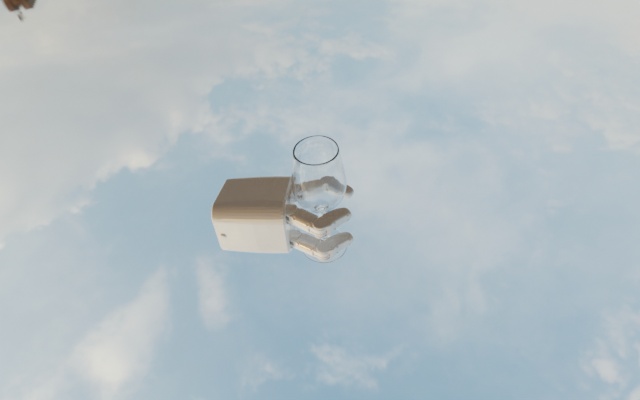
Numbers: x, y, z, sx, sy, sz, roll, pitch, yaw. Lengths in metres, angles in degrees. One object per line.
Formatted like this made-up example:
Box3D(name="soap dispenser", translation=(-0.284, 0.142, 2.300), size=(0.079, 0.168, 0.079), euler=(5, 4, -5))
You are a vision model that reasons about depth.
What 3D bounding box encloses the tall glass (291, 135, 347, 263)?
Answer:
Box3D(name="tall glass", translation=(0.000, 0.003, 0.701), size=(0.079, 0.079, 0.201), euler=(0, -44, 5))
